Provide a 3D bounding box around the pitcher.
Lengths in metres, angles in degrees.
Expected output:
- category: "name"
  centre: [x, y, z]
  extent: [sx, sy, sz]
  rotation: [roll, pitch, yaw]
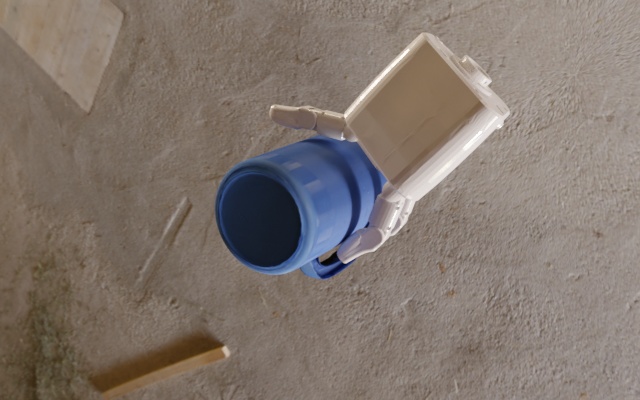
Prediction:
- category: "pitcher"
  centre: [0.000, 0.002, 0.523]
  extent: [0.145, 0.149, 0.243]
  rotation: [-43, -8, 29]
